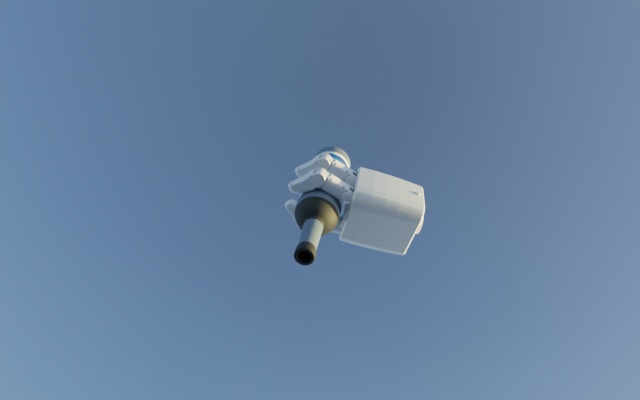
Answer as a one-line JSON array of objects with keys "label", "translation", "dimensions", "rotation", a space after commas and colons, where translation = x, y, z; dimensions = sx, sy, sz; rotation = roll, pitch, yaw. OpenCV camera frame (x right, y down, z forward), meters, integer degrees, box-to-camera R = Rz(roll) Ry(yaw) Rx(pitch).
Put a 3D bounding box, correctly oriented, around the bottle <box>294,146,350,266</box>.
[{"label": "bottle", "translation": [0.000, 0.002, 0.731], "dimensions": [0.069, 0.069, 0.295], "rotation": [0, 28, 9]}]
